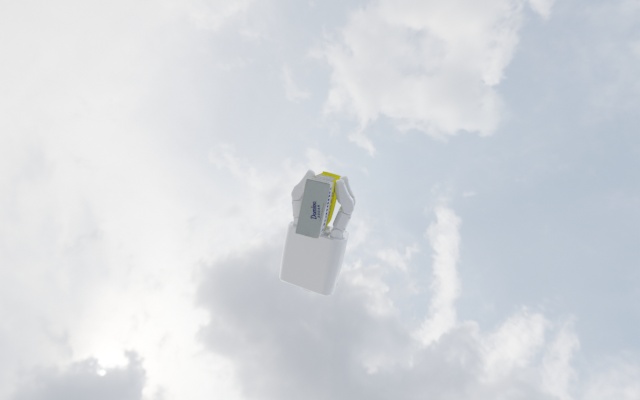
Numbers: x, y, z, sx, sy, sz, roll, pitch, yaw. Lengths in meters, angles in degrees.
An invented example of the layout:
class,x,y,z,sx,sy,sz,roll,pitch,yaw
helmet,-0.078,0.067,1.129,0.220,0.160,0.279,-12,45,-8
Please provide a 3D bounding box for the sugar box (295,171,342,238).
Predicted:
class,x,y,z,sx,sy,sz,roll,pitch,yaw
sugar box,0.001,0.003,0.834,0.048,0.093,0.176,13,10,4
